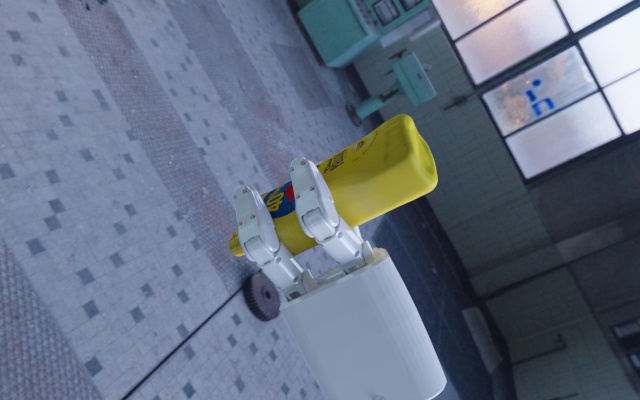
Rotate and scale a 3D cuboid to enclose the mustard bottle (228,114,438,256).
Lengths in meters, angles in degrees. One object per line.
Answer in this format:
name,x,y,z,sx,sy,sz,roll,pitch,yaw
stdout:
mustard bottle,0.000,0.001,0.402,0.192,0.058,0.096,-29,20,21
